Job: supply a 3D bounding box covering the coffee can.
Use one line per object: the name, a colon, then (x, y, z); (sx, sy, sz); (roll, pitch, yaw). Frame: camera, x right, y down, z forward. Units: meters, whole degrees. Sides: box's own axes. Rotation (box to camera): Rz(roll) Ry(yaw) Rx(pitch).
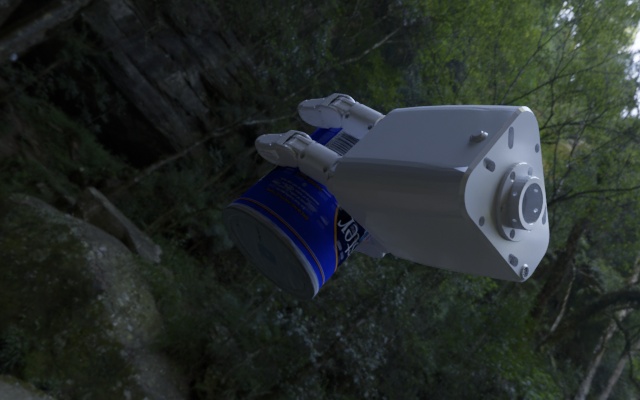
coffee can: (0.000, 0.002, 0.421); (0.140, 0.103, 0.103); (-45, 23, -26)
